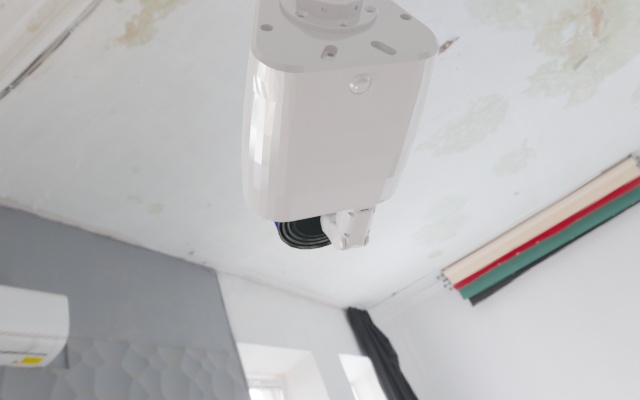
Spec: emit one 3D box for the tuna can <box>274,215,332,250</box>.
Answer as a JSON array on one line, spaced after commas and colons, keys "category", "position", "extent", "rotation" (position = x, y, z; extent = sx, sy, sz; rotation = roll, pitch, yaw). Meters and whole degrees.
[{"category": "tuna can", "position": [0.000, 0.001, 0.401], "extent": [0.086, 0.033, 0.086], "rotation": [-17, -38, -14]}]
